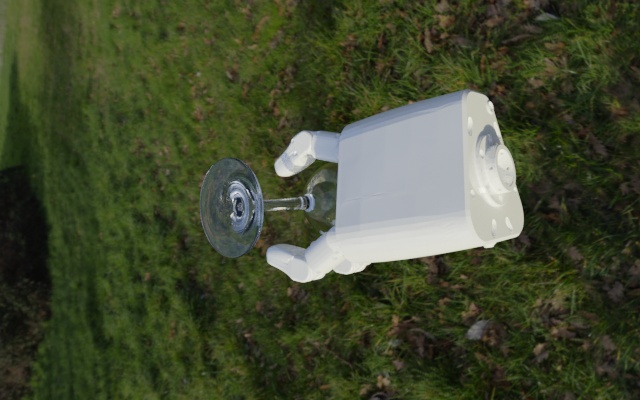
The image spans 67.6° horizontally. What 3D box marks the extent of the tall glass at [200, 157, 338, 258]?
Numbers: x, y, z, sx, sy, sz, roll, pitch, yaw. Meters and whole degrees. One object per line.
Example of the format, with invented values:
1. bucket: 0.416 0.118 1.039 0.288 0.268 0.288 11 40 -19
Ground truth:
1. tall glass: -0.001 0.001 0.422 0.079 0.079 0.201 0 2 42
